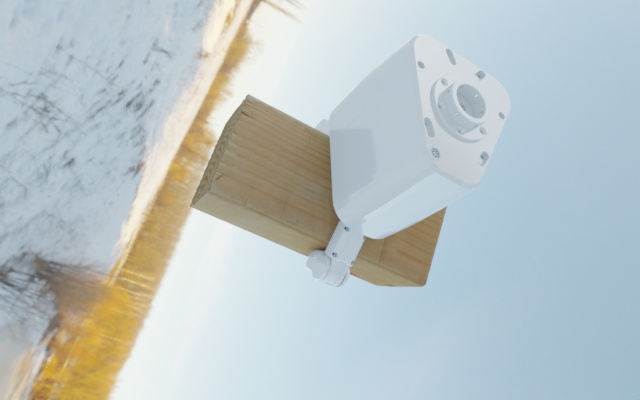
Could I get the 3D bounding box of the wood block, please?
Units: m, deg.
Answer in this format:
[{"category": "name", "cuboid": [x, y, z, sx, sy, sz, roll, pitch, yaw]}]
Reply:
[{"category": "wood block", "cuboid": [0.000, 0.002, 0.437, 0.206, 0.090, 0.090, 25, -17, -19]}]
